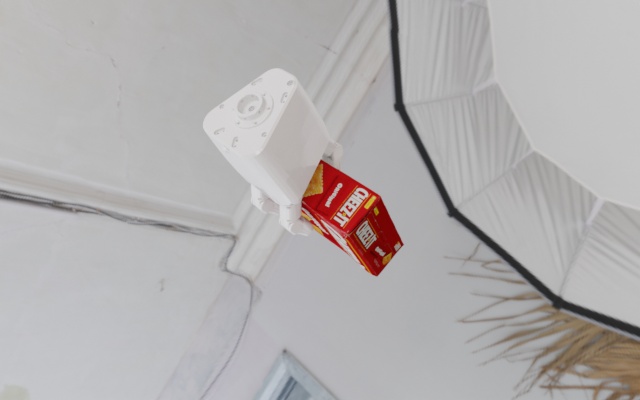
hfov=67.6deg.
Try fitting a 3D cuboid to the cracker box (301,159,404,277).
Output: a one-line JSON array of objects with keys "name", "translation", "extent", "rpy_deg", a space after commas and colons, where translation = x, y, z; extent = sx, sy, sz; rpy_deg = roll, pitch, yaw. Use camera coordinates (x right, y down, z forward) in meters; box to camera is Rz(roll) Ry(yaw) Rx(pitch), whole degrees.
[{"name": "cracker box", "translation": [0.000, 0.002, 0.668], "extent": [0.213, 0.072, 0.164], "rpy_deg": [35, -9, 31]}]
